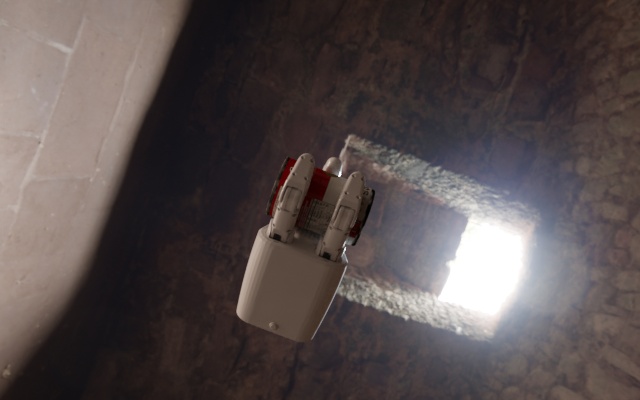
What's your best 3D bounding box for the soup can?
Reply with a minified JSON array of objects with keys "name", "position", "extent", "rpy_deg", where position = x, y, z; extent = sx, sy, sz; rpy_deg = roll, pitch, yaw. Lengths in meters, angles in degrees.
[{"name":"soup can","position":[0.001,0.001,0.518],"extent":[0.102,0.068,0.068],"rpy_deg":[21,0,0]}]
